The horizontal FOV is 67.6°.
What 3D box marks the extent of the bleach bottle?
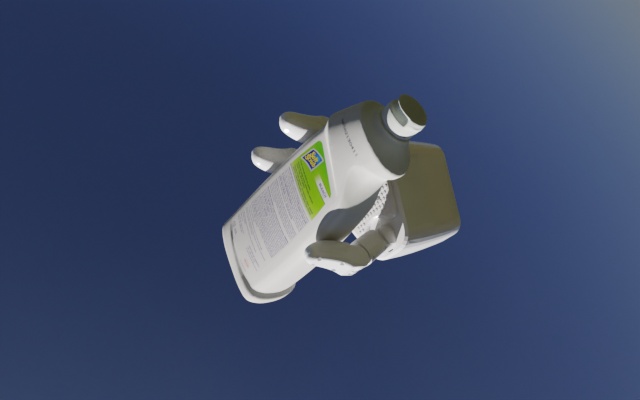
[{"bbox_3d":[0.000,0.001,0.431,0.068,0.102,0.251,-6,-25,-43],"label":"bleach bottle"}]
